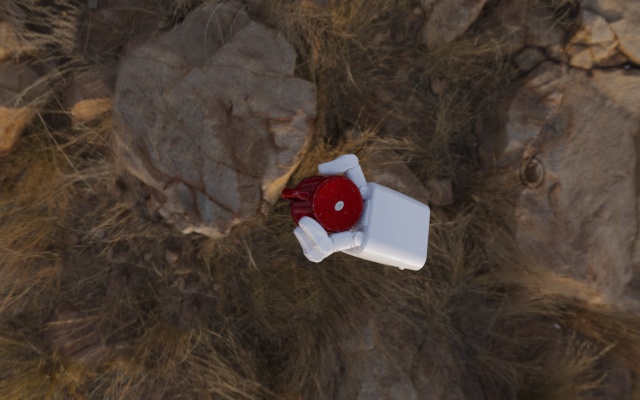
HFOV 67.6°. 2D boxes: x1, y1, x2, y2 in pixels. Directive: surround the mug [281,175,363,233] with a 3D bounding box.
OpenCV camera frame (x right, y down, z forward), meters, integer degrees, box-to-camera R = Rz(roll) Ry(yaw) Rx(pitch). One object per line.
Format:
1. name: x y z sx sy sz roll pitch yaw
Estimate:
1. mug: -0.001 0.002 0.699 0.117 0.093 0.081 19 -9 -20
